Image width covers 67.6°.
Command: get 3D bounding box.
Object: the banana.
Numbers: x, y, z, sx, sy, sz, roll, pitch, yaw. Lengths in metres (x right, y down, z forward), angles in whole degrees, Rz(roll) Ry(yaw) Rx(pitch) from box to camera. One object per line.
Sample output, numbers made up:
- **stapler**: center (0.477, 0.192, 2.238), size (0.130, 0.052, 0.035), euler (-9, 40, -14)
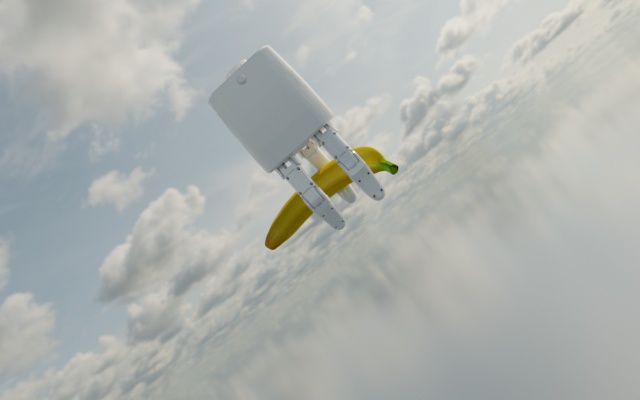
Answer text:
- **banana**: center (0.004, -0.011, 0.579), size (0.198, 0.037, 0.069), euler (-35, 26, 25)
